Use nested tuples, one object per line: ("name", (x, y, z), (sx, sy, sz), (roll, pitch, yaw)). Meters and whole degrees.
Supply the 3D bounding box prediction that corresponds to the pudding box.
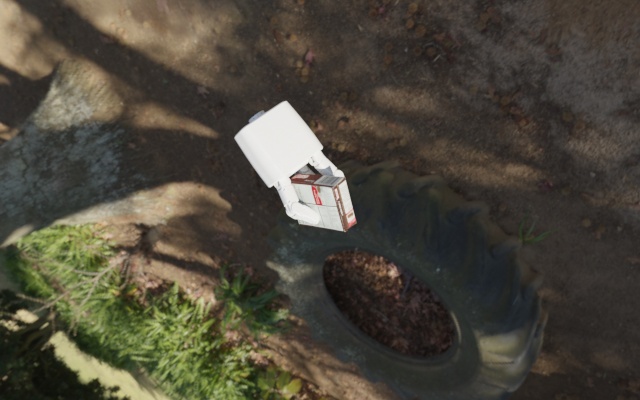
("pudding box", (0.000, 0.003, 0.831), (0.113, 0.090, 0.039), (8, 35, 42))
